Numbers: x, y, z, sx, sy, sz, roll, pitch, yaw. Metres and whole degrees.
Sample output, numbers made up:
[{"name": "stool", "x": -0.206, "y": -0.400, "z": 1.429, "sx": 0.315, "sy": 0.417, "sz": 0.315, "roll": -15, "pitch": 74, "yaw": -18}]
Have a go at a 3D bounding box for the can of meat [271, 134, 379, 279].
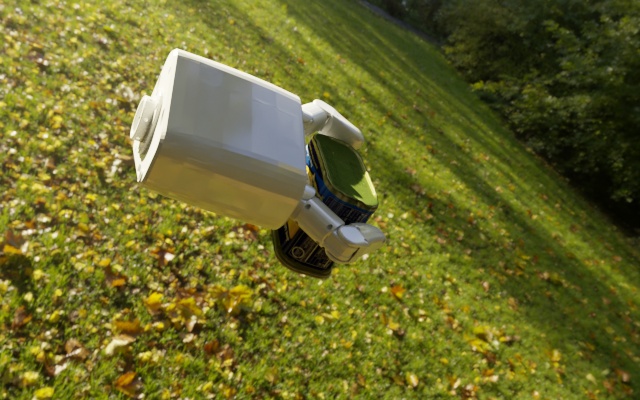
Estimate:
[{"name": "can of meat", "x": 0.000, "y": 0.001, "z": 0.417, "sx": 0.057, "sy": 0.084, "sz": 0.102, "roll": 20, "pitch": 31, "yaw": -26}]
